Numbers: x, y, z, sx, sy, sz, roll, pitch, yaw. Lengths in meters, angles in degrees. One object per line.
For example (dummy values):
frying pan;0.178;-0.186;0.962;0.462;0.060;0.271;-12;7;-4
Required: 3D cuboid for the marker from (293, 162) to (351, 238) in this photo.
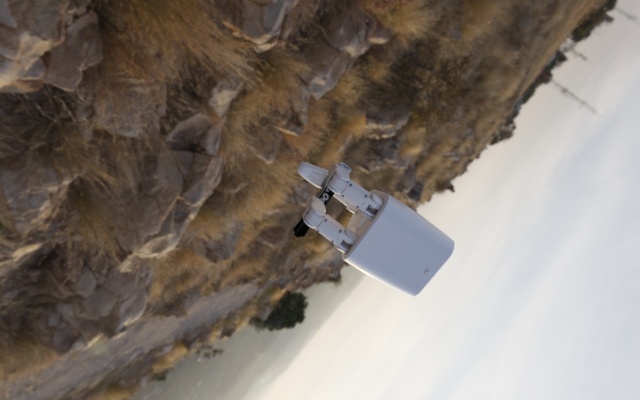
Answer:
marker;0.000;0.002;0.640;0.020;0.121;0.020;31;20;-12
